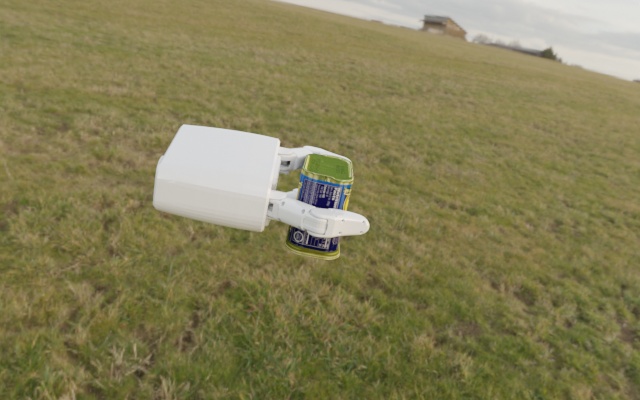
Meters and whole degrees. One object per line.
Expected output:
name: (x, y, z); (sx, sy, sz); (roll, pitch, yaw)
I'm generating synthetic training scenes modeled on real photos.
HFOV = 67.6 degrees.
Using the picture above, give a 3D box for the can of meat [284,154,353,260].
can of meat: (0.000, 0.001, 0.503); (0.057, 0.084, 0.102); (11, 18, -2)
